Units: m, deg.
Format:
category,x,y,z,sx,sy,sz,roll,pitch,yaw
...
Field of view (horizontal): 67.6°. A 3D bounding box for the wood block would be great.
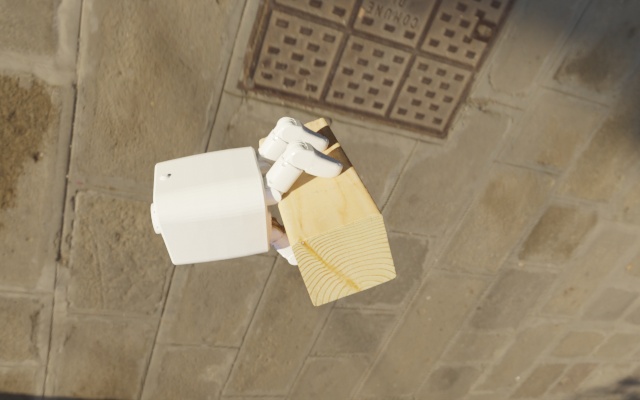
category,x,y,z,sx,sy,sz,roll,pitch,yaw
wood block,0.000,0.002,0.533,0.090,0.091,0.206,-20,38,-3
